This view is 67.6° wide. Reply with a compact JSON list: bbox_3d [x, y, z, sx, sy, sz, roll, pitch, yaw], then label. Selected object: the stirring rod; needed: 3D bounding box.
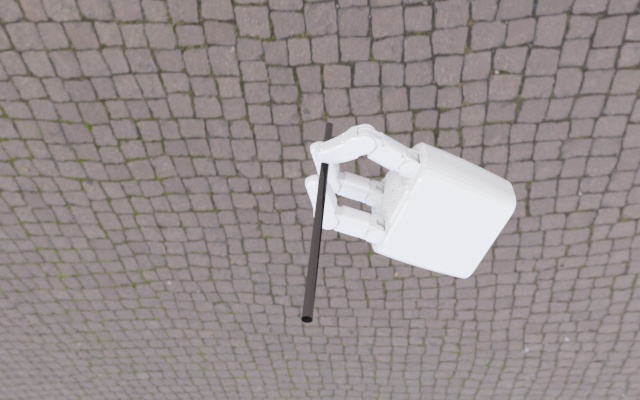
[{"bbox_3d":[0.000,0.001,0.417,0.011,0.011,0.239,0,42,6],"label":"stirring rod"}]
